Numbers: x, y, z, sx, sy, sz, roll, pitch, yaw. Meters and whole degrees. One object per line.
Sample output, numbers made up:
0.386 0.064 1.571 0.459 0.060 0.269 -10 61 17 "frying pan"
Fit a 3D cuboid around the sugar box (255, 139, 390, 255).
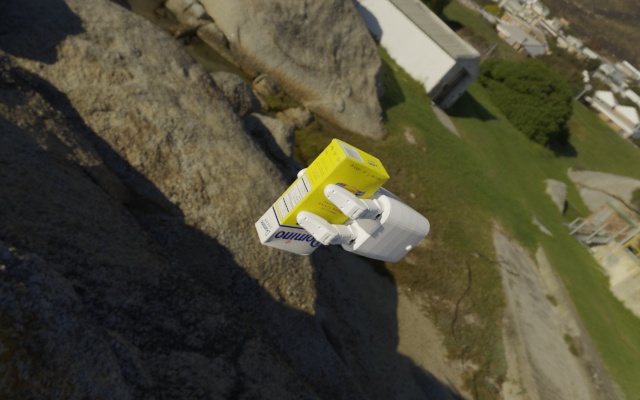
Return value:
0.000 0.002 0.655 0.093 0.176 0.048 20 31 -41 "sugar box"
